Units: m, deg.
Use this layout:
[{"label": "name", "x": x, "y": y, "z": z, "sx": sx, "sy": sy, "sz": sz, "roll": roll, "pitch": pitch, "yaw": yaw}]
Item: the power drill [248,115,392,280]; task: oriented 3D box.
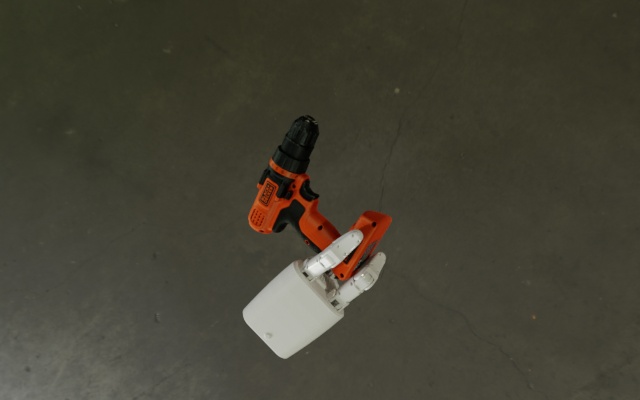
[{"label": "power drill", "x": 0.000, "y": 0.003, "z": 0.649, "sx": 0.187, "sy": 0.184, "sz": 0.057, "roll": 37, "pitch": 26, "yaw": 21}]
